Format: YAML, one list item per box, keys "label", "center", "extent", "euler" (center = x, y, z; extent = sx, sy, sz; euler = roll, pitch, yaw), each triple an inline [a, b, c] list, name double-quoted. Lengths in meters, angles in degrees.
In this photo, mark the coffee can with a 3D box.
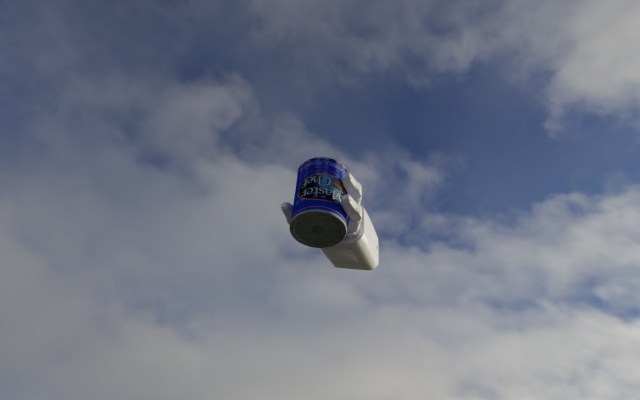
- label: "coffee can"
  center: [0.000, 0.003, 0.895]
  extent: [0.103, 0.140, 0.103]
  euler: [3, -42, 3]
